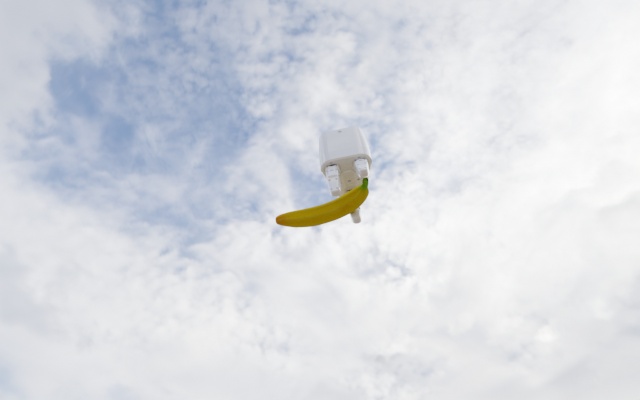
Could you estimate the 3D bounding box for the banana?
[{"bbox_3d":[0.013,0.013,0.887,0.198,0.037,0.070,-25,-49,19],"label":"banana"}]
